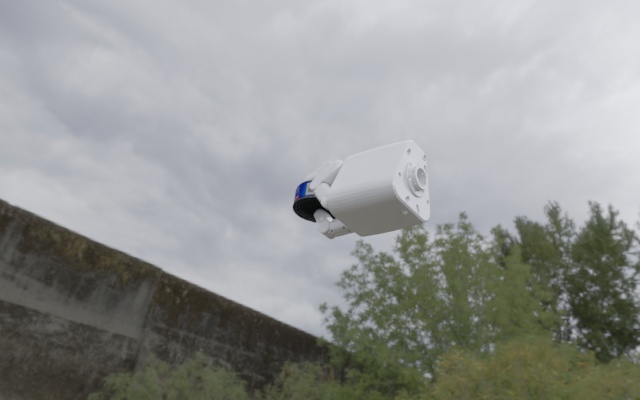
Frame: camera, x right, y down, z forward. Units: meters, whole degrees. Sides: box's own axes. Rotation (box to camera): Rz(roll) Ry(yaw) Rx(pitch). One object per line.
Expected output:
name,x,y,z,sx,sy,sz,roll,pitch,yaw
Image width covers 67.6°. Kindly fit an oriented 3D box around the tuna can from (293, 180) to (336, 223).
tuna can,0.000,0.002,0.762,0.086,0.033,0.086,6,-29,3
